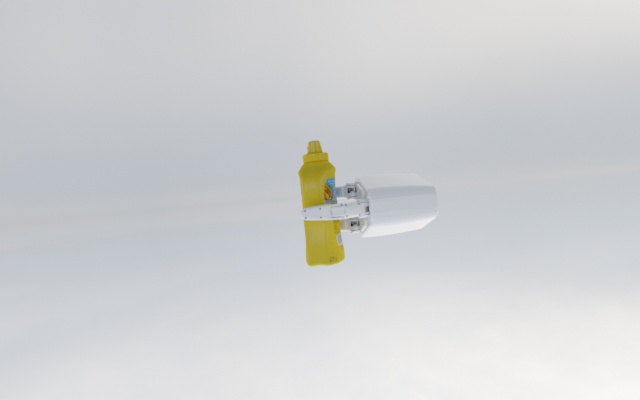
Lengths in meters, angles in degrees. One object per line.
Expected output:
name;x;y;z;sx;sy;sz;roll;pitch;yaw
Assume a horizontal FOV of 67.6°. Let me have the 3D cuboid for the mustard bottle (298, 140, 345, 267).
mustard bottle;0.000;0.003;0.747;0.058;0.191;0.096;-5;1;16
